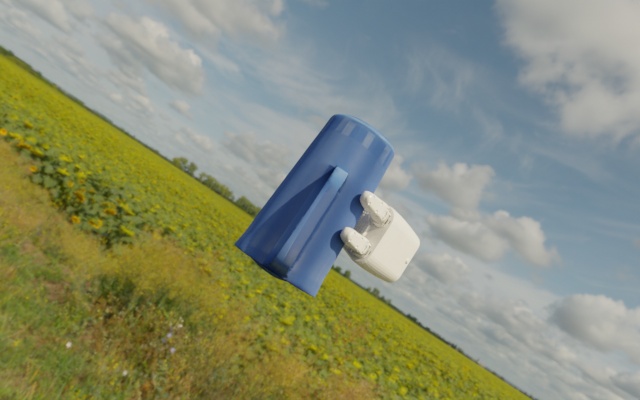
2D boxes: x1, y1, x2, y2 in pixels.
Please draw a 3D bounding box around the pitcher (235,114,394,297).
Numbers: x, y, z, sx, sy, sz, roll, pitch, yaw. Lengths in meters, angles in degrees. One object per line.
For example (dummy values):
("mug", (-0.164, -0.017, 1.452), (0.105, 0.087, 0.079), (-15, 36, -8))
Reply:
("pitcher", (0.000, 0.002, 0.664), (0.149, 0.243, 0.145), (27, -9, 45))
